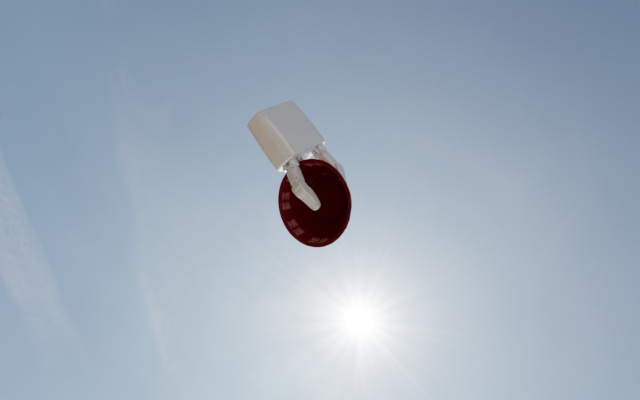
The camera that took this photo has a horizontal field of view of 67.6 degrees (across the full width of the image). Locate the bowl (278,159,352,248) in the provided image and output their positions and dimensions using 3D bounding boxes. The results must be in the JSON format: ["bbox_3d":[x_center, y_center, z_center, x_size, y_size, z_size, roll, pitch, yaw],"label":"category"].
[{"bbox_3d":[0.001,0.004,0.883,0.162,0.162,0.055,0,5,35],"label":"bowl"}]
